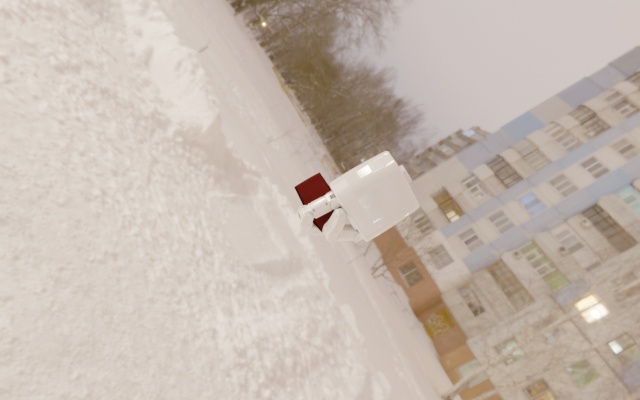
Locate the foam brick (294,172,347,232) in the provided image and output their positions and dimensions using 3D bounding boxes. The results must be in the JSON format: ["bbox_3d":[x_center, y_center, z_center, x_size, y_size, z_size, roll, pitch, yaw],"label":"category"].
[{"bbox_3d":[0.000,0.002,0.801,0.051,0.078,0.053,-32,-40,5],"label":"foam brick"}]
